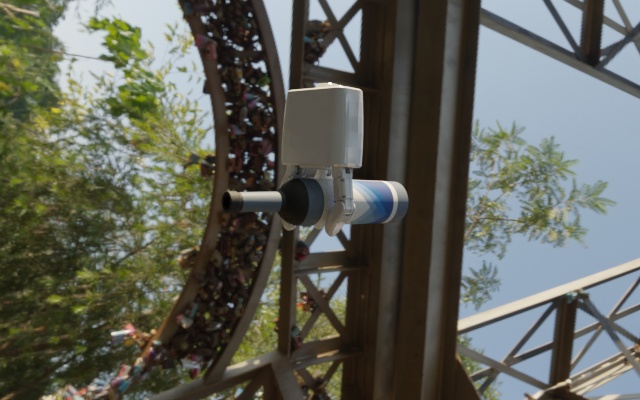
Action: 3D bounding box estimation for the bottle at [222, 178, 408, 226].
[{"bbox_3d":[0.000,0.002,0.683,0.296,0.069,0.069,0,0,-37],"label":"bottle"}]
